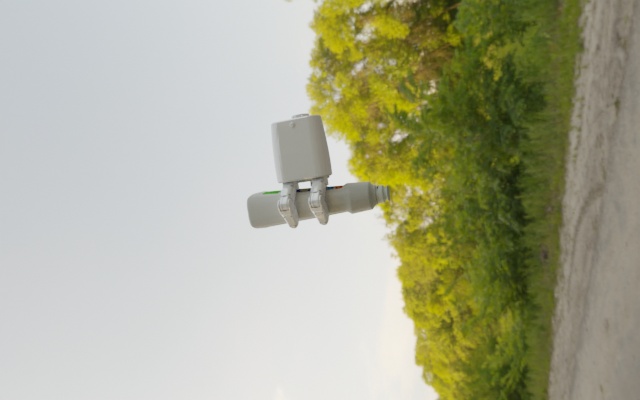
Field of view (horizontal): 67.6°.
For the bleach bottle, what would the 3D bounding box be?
[{"bbox_3d":[0.000,0.003,0.860,0.251,0.068,0.102,-8,3,17],"label":"bleach bottle"}]
